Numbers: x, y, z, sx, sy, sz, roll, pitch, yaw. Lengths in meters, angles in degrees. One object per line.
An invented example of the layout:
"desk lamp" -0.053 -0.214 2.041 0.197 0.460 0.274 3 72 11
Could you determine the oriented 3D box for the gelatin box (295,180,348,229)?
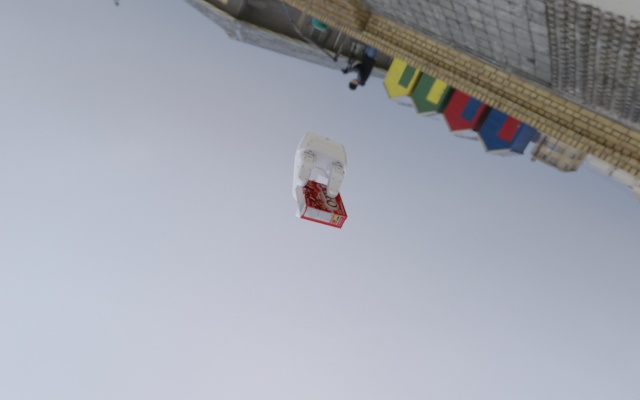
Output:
"gelatin box" 0.000 0.003 0.790 0.073 0.030 0.089 16 30 -19
